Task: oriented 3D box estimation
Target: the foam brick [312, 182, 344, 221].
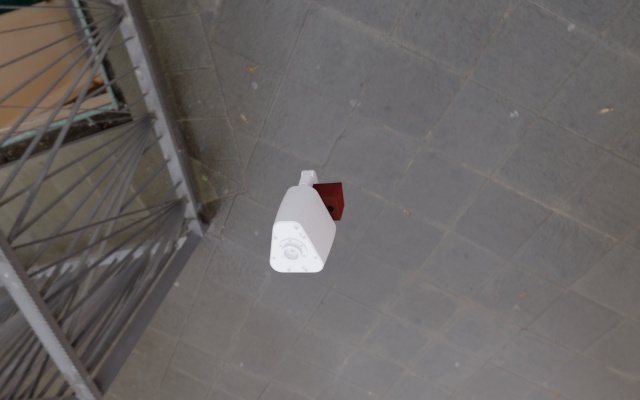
[{"bbox_3d":[0.000,0.003,0.864,0.078,0.053,0.051,-2,32,14],"label":"foam brick"}]
